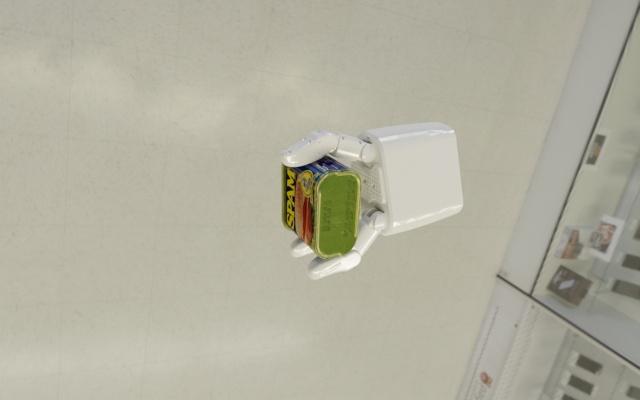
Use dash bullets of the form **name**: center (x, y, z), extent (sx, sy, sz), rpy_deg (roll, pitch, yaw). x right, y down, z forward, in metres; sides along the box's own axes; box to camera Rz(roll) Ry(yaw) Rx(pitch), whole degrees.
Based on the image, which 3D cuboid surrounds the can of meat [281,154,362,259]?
- **can of meat**: center (0.000, 0.002, 0.516), extent (0.057, 0.102, 0.084), rpy_deg (-9, 25, -26)
